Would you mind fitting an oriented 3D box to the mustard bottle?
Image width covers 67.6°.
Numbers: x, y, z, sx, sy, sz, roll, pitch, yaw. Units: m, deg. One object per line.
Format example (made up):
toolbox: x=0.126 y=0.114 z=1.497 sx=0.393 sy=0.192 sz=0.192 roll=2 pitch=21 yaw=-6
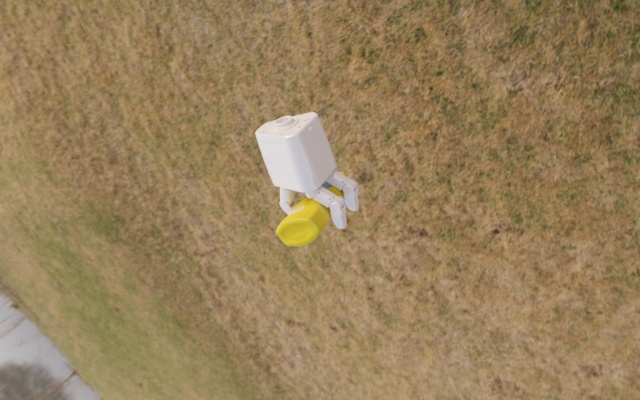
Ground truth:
mustard bottle: x=0.000 y=0.003 z=0.881 sx=0.096 sy=0.058 sz=0.191 roll=-27 pitch=18 yaw=43
